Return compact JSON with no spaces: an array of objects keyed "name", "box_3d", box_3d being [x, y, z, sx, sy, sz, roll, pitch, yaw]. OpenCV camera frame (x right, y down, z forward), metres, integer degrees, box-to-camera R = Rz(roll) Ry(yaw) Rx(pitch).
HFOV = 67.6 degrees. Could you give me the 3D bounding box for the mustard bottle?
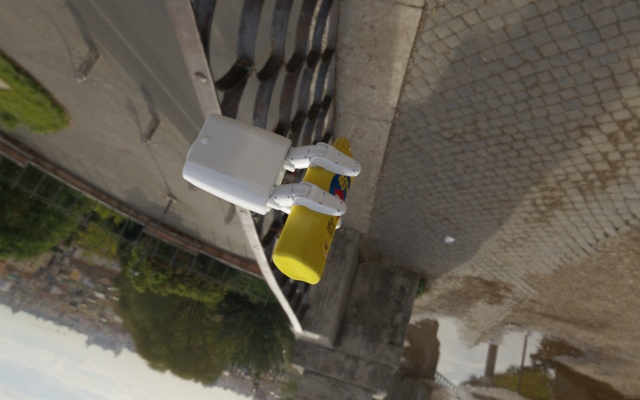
[{"name":"mustard bottle","box_3d":[0.000,0.002,0.604,0.058,0.191,0.096,11,-25,19]}]
